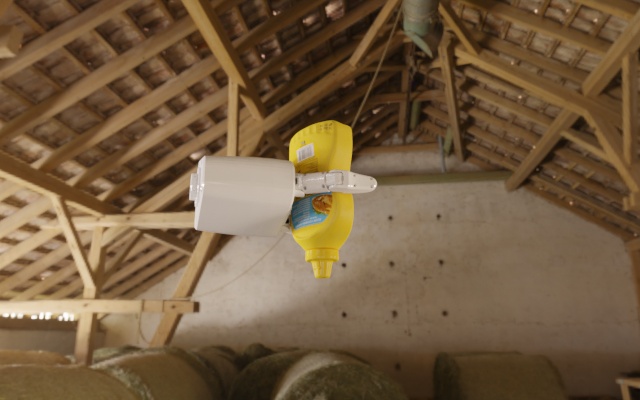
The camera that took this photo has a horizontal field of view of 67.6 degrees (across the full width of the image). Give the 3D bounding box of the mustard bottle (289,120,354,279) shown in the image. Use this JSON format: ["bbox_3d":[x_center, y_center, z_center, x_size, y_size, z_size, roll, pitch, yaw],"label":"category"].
[{"bbox_3d":[0.000,0.002,0.606,0.058,0.191,0.096,14,-22,-41],"label":"mustard bottle"}]
